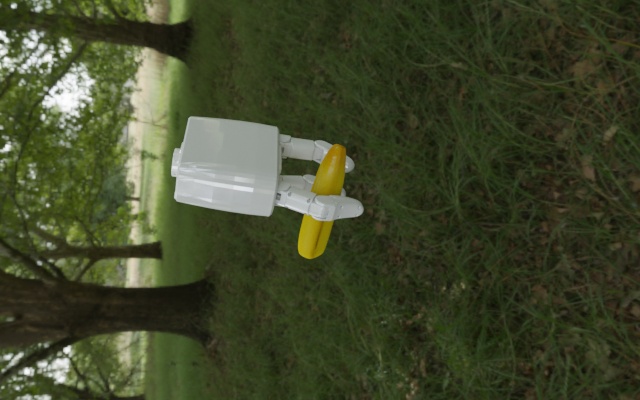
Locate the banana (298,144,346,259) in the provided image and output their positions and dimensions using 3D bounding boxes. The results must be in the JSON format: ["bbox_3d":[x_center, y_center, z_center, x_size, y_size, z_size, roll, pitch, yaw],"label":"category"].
[{"bbox_3d":[-0.002,0.018,0.588,0.037,0.069,0.198,11,-38,-3],"label":"banana"}]
